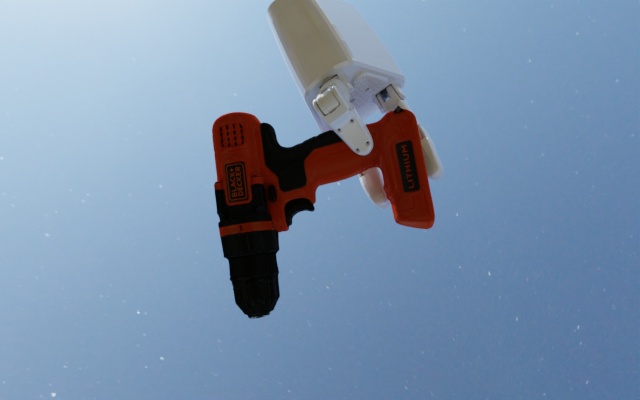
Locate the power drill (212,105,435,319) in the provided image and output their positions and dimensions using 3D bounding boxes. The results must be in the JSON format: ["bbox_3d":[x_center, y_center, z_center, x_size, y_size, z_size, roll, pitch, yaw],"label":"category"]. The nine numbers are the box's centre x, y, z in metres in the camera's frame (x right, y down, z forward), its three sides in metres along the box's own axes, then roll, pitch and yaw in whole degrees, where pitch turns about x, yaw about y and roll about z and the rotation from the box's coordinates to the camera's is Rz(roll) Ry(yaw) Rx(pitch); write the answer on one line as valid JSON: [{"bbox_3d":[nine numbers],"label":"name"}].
[{"bbox_3d":[0.000,0.001,0.421,0.187,0.184,0.057,-9,-5,4],"label":"power drill"}]
